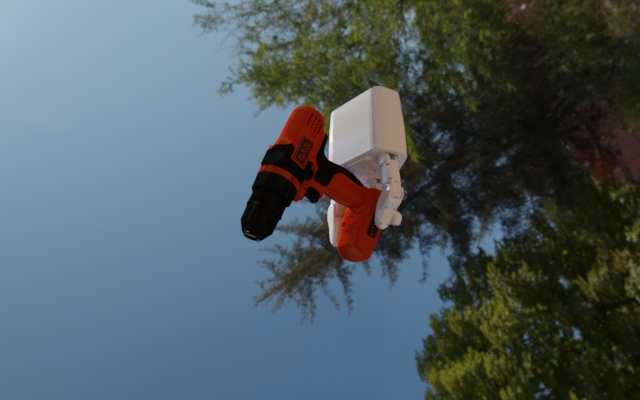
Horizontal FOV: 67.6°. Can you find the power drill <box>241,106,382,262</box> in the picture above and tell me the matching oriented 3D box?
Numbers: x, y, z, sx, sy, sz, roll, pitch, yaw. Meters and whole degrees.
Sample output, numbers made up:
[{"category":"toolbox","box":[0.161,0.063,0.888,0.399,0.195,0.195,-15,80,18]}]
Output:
[{"category":"power drill","box":[0.000,0.002,0.601,0.057,0.184,0.188,-4,-36,47]}]
